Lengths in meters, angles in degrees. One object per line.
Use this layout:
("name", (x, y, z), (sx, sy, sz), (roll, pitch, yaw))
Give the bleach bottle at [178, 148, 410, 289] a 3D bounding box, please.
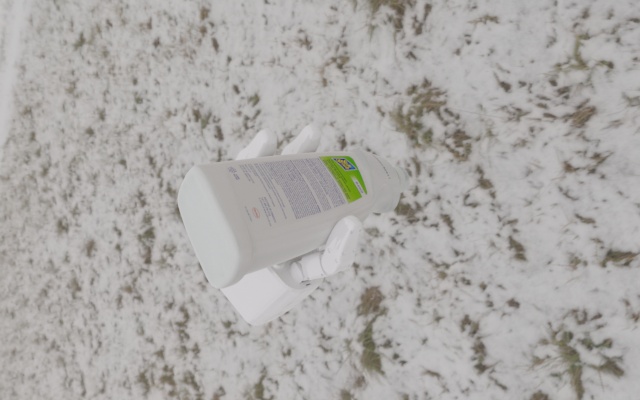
("bleach bottle", (0.000, 0.001, 0.459), (0.251, 0.102, 0.068), (-11, -25, -40))
